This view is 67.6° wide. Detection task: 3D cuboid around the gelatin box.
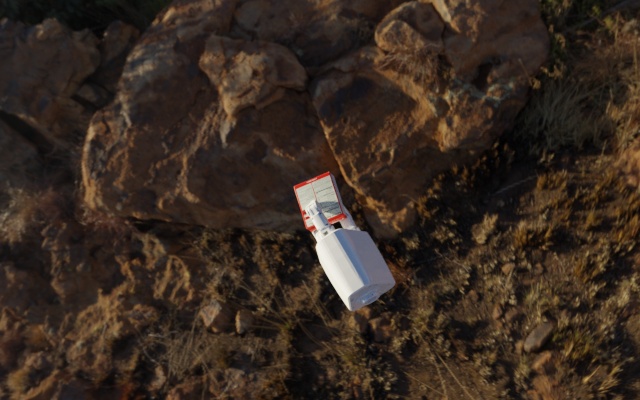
[{"bbox_3d":[0.000,0.002,0.865,0.073,0.089,0.030,-22,-19,13],"label":"gelatin box"}]
